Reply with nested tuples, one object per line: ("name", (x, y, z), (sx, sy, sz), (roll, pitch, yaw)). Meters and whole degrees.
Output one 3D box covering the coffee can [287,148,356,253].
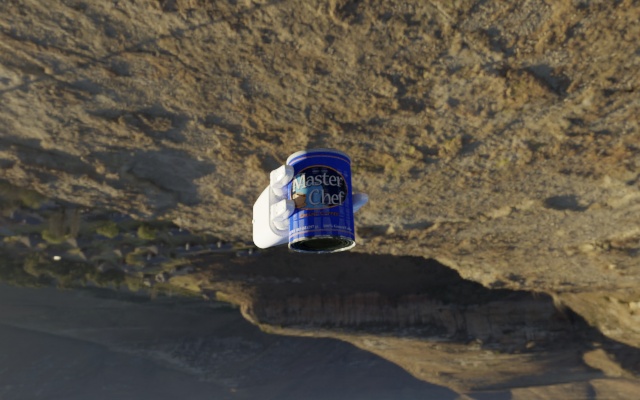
("coffee can", (0.000, 0.002, 0.744), (0.103, 0.140, 0.103), (-2, -19, -1))
